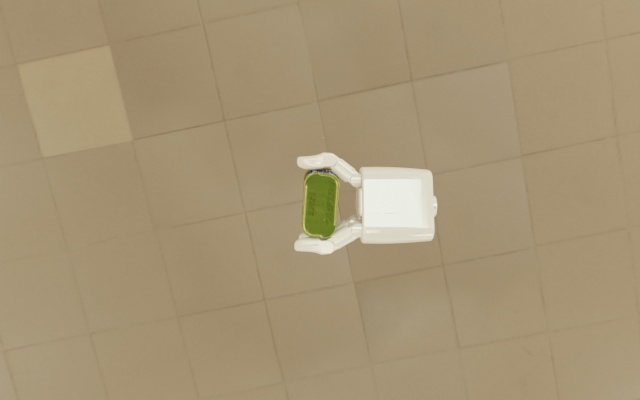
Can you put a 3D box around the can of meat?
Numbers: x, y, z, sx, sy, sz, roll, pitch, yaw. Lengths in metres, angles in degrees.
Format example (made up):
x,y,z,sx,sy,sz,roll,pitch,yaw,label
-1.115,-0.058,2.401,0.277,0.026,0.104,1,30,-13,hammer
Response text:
x,y,z,sx,sy,sz,roll,pitch,yaw,label
0.000,0.002,0.729,0.057,0.102,0.084,3,8,-1,can of meat
